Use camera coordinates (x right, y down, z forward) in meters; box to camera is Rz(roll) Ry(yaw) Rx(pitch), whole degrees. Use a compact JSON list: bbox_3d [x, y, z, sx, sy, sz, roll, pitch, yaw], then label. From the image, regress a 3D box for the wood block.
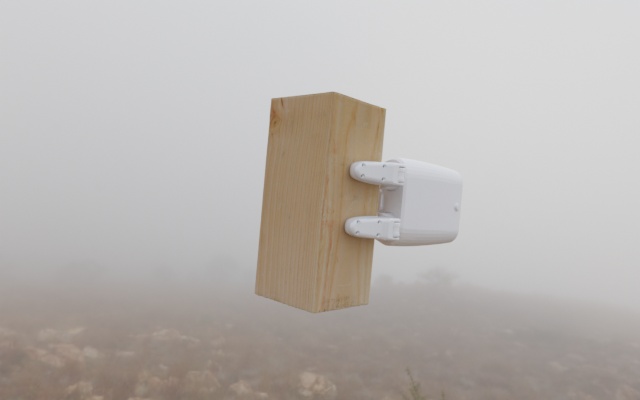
[{"bbox_3d":[0.000,0.002,0.501,0.091,0.206,0.090,6,1,43],"label":"wood block"}]
